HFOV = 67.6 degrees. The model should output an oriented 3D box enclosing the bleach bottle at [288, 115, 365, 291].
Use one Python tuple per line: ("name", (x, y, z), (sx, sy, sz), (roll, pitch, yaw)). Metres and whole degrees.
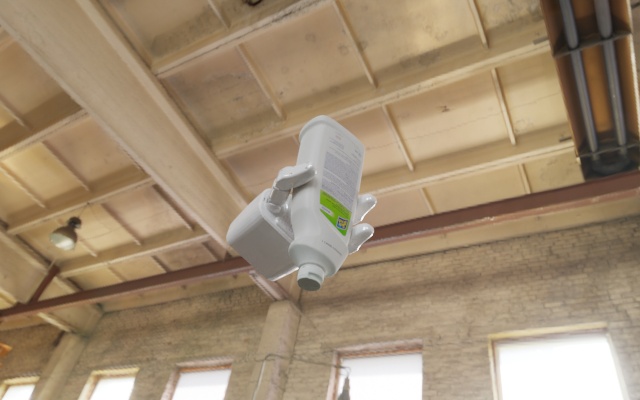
("bleach bottle", (0.000, 0.002, 0.636), (0.102, 0.250, 0.068), (34, -45, -22))
